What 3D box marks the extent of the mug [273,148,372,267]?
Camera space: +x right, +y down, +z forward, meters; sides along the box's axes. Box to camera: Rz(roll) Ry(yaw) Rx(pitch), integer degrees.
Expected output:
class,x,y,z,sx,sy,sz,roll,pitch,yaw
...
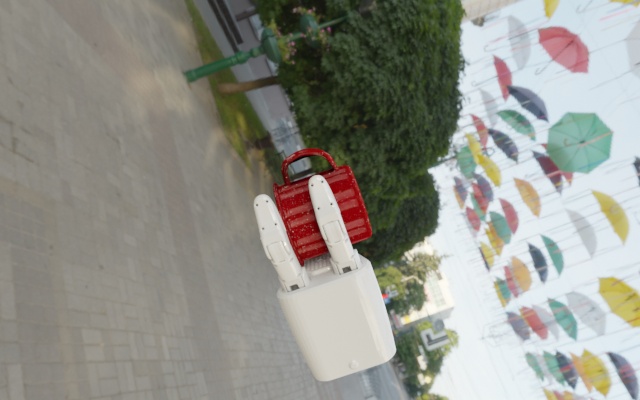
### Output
class,x,y,z,sx,sy,sz,roll,pitch,yaw
mug,0.000,0.000,0.497,0.081,0.117,0.093,-19,15,2
